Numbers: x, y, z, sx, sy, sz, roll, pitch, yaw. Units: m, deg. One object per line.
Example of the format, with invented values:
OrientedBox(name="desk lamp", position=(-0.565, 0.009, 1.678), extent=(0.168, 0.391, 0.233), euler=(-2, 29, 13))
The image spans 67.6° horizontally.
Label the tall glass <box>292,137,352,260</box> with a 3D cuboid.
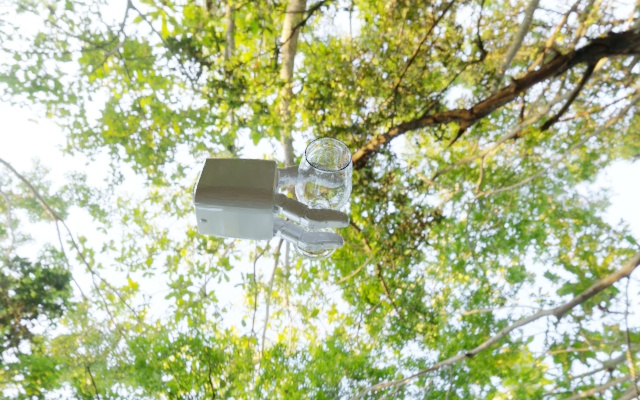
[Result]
OrientedBox(name="tall glass", position=(0.000, 0.003, 0.687), extent=(0.079, 0.079, 0.201), euler=(0, -38, -8))
